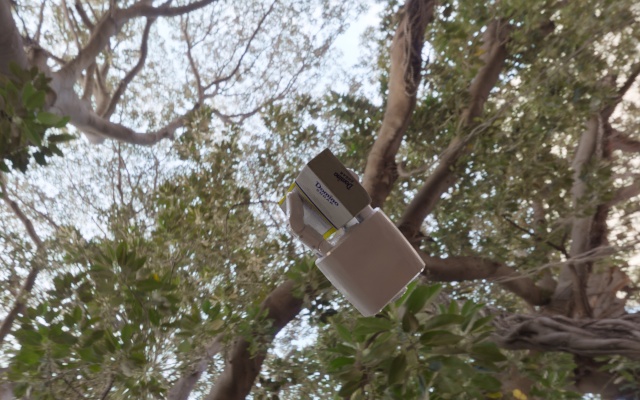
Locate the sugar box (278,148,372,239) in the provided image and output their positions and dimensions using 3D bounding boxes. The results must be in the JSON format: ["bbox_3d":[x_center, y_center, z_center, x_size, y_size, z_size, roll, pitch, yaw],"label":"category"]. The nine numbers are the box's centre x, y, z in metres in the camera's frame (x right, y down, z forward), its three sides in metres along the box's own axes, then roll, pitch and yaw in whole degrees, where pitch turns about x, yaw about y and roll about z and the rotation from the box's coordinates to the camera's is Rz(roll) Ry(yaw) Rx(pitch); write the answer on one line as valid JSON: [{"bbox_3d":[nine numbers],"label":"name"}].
[{"bbox_3d":[0.001,0.002,0.679,0.048,0.093,0.176,-41,-2,-27],"label":"sugar box"}]
